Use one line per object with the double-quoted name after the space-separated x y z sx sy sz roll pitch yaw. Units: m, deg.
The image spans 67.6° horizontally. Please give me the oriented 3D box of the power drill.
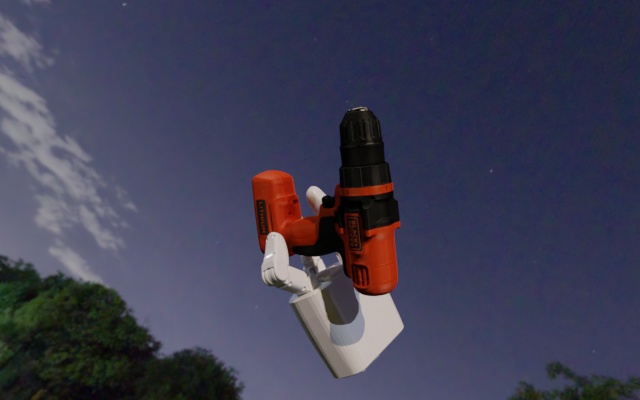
0.000 0.002 0.516 0.057 0.184 0.187 -10 7 -40 "power drill"
